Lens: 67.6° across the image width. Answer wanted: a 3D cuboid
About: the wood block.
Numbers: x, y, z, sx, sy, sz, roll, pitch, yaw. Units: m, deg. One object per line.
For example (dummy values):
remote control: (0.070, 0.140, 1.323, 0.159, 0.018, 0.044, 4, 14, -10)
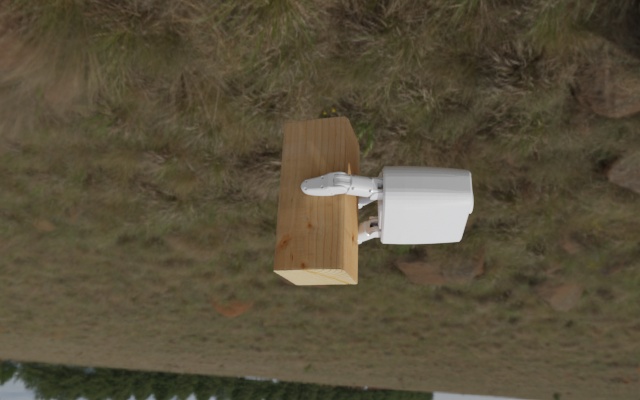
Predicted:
wood block: (0.000, 0.002, 0.642, 0.090, 0.206, 0.091, -4, -22, 15)
